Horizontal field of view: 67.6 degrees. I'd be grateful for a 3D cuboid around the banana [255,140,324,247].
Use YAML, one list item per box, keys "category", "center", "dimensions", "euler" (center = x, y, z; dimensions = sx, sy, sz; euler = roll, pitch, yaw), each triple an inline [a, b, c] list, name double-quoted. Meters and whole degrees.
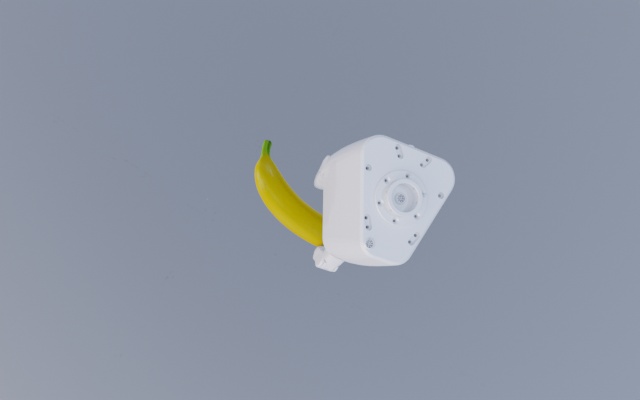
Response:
- category: "banana"
  center: [-0.014, 0.013, 0.585]
  dimensions: [0.198, 0.069, 0.037]
  euler: [44, -18, -6]
